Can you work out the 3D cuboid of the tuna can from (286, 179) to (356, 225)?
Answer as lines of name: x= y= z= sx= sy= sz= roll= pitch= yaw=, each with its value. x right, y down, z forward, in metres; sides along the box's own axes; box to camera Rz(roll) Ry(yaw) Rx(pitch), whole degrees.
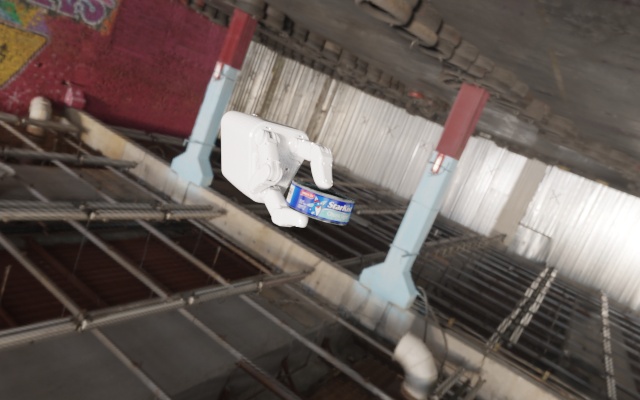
tuna can: x=0.000 y=0.003 z=0.610 sx=0.086 sy=0.034 sz=0.086 roll=18 pitch=7 yaw=-2
